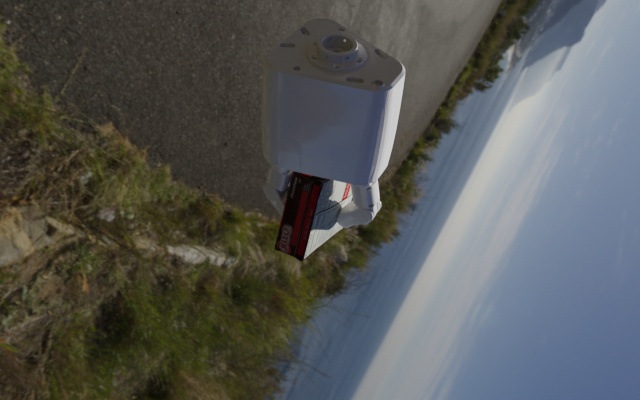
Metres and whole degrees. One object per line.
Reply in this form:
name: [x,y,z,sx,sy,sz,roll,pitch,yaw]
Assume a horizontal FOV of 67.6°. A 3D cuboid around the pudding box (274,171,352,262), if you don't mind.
pudding box: [0.000,0.002,0.506,0.039,0.090,0.113,24,24,19]
